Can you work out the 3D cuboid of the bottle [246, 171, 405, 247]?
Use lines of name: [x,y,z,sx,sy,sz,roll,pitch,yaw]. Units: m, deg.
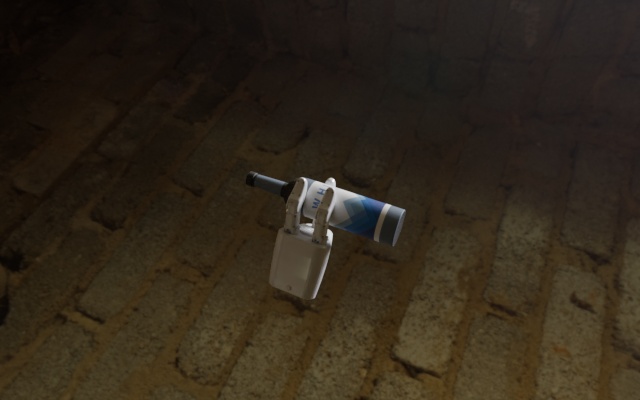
bottle: [0.000,0.003,0.854,0.295,0.069,0.069,18,5,17]
